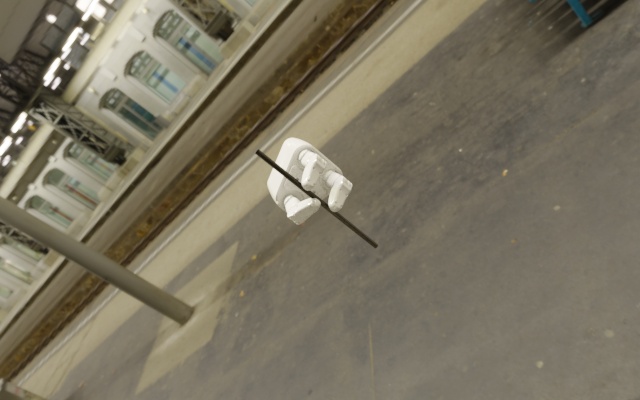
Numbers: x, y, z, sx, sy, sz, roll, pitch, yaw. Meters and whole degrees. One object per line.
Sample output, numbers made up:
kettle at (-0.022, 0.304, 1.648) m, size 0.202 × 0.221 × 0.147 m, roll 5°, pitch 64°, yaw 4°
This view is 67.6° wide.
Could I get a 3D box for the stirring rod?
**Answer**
stirring rod at (0.000, 0.002, 0.700) m, size 0.239 × 0.011 × 0.011 m, roll 39°, pitch -17°, yaw -22°
